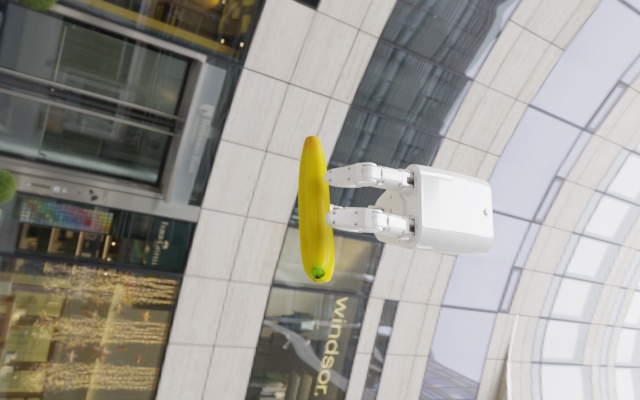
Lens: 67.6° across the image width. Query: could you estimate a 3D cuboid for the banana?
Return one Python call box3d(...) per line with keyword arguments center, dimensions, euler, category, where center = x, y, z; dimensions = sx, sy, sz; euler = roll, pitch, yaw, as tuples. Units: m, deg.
box3d(center=(-0.004, 0.016, 0.537), dimensions=(0.037, 0.197, 0.070), euler=(4, -40, -12), category="banana")
